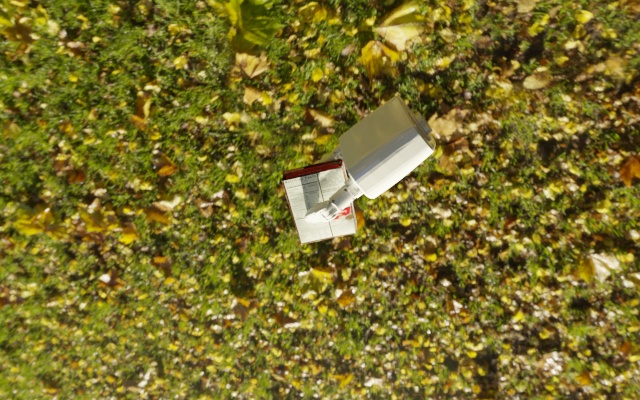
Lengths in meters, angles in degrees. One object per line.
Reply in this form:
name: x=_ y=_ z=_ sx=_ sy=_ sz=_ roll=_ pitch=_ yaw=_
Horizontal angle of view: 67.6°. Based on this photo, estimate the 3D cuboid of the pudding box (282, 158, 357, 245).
pudding box: x=0.000 y=0.002 z=0.697 sx=0.090 sy=0.113 sz=0.039 roll=-11 pitch=24 yaw=6
